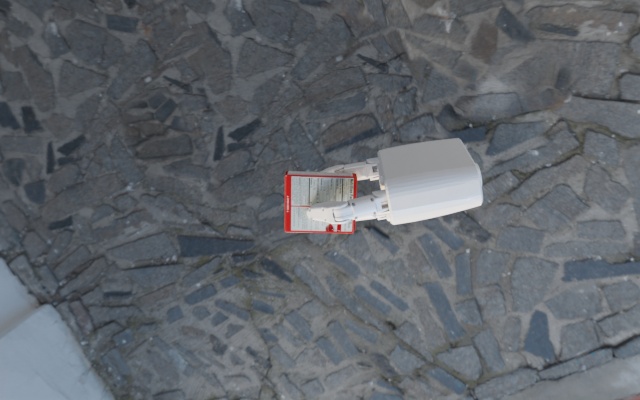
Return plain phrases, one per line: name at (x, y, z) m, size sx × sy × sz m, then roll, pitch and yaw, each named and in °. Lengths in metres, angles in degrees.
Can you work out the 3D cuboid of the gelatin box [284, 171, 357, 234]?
gelatin box at (0.000, 0.002, 0.594) m, size 0.089 × 0.073 × 0.030 m, roll 1°, pitch 14°, yaw -1°
